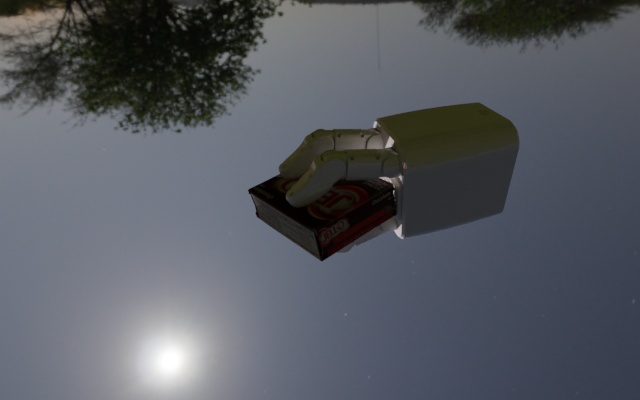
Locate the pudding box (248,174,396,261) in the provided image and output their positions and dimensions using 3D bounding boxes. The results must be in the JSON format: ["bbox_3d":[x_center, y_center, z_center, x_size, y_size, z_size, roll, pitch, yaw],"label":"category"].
[{"bbox_3d":[0.000,0.002,0.446,0.090,0.039,0.113,-28,32,-28],"label":"pudding box"}]
